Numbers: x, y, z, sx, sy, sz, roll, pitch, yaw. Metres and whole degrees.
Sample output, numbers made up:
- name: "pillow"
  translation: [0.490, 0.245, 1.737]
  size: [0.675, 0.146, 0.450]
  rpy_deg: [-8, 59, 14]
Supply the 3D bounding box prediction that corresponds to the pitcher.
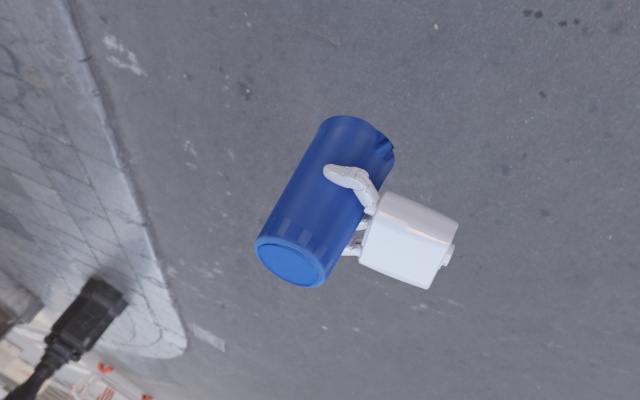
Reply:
- name: "pitcher"
  translation: [0.000, 0.002, 0.699]
  size: [0.145, 0.242, 0.149]
  rpy_deg: [23, -35, 12]
